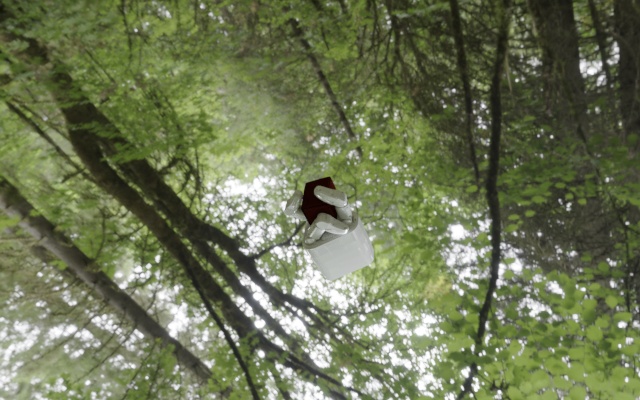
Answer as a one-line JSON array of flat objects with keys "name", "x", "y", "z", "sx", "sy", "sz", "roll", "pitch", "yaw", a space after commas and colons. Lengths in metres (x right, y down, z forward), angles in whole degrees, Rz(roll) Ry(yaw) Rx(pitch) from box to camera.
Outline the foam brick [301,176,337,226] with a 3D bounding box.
[{"name": "foam brick", "x": 0.000, "y": 0.003, "z": 0.895, "sx": 0.053, "sy": 0.051, "sz": 0.078, "roll": -13, "pitch": 39, "yaw": 19}]
